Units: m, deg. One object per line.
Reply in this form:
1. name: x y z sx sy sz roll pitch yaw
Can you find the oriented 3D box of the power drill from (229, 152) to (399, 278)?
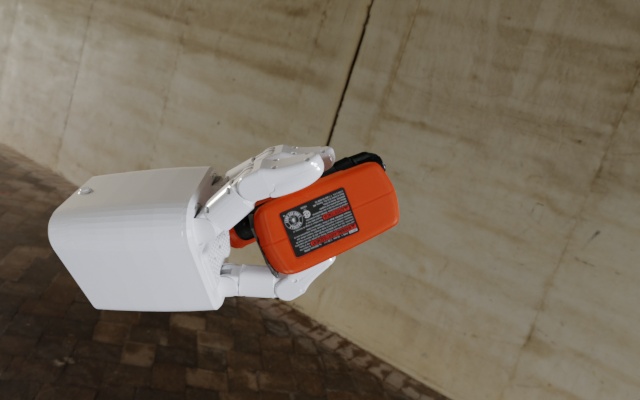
1. power drill: 0.000 0.001 0.428 0.184 0.057 0.187 -25 8 -11
